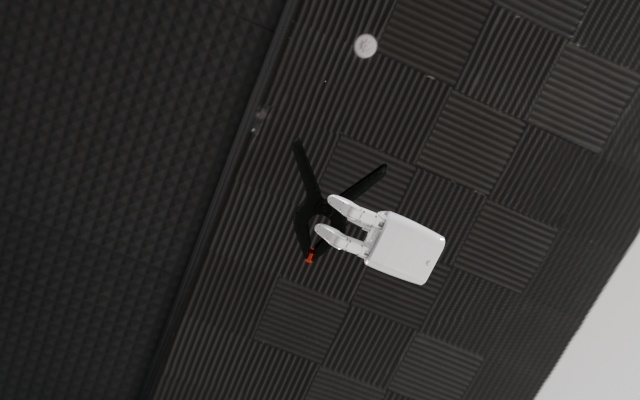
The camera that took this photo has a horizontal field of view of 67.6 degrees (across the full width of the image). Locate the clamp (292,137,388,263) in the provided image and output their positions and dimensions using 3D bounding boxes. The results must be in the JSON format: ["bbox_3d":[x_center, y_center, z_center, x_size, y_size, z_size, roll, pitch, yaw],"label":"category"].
[{"bbox_3d":[0.000,0.003,0.819,0.164,0.210,0.036,23,13,-3],"label":"clamp"}]
